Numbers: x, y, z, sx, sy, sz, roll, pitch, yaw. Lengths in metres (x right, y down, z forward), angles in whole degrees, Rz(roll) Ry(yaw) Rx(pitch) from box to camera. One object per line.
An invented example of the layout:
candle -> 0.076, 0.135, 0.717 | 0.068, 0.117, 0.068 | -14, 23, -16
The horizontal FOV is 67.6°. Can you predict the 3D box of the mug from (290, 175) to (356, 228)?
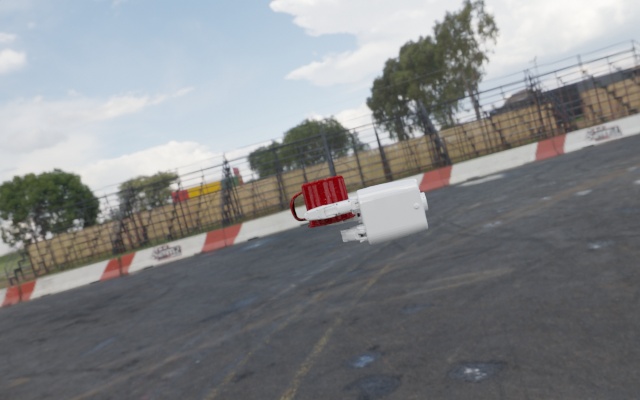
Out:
mug -> -0.001, 0.003, 0.898 | 0.117, 0.081, 0.093 | -14, 2, 8
